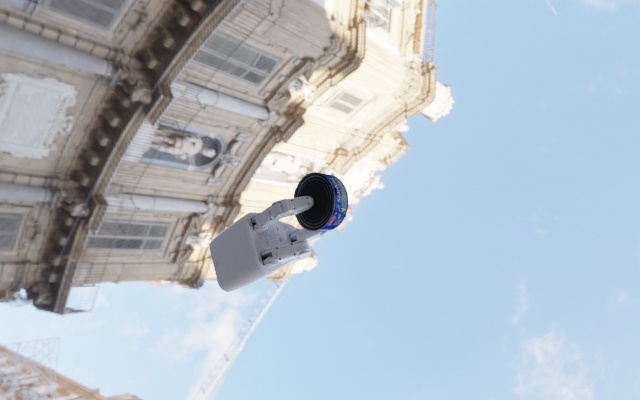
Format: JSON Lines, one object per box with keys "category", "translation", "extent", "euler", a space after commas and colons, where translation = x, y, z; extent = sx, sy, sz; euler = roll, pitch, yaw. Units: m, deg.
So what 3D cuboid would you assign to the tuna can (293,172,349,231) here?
{"category": "tuna can", "translation": [0.001, 0.002, 0.703], "extent": [0.086, 0.086, 0.034], "euler": [0, -3, 45]}
